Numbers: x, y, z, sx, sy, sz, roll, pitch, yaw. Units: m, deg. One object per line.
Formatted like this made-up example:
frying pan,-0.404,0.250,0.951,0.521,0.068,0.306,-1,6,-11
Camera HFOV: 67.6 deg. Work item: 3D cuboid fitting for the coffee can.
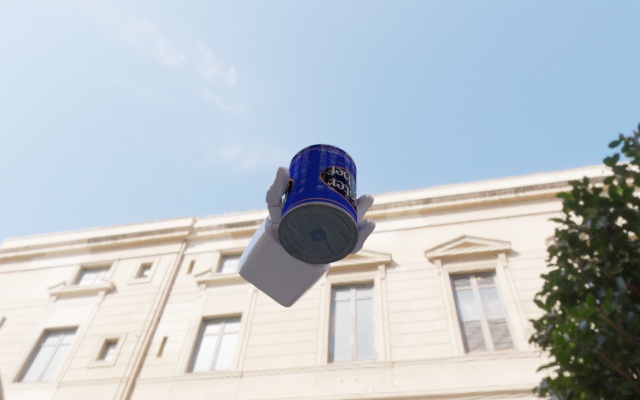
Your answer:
coffee can,0.000,0.002,0.656,0.103,0.103,0.140,0,38,4
